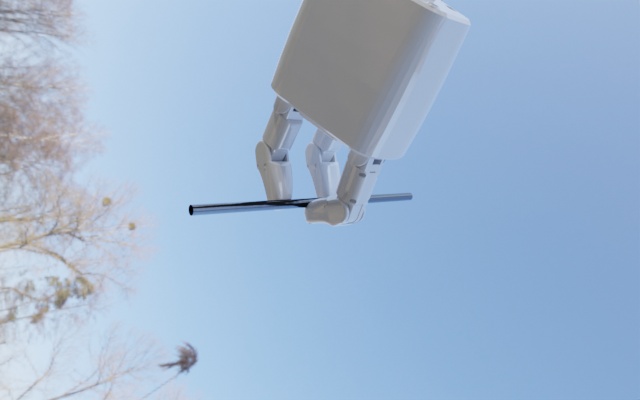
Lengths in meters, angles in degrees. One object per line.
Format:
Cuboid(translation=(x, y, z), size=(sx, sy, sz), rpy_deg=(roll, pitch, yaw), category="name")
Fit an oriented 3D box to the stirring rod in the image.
Cuboid(translation=(0.000, 0.001, 0.416), size=(0.239, 0.011, 0.011), rpy_deg=(-3, 2, -40), category="stirring rod")
